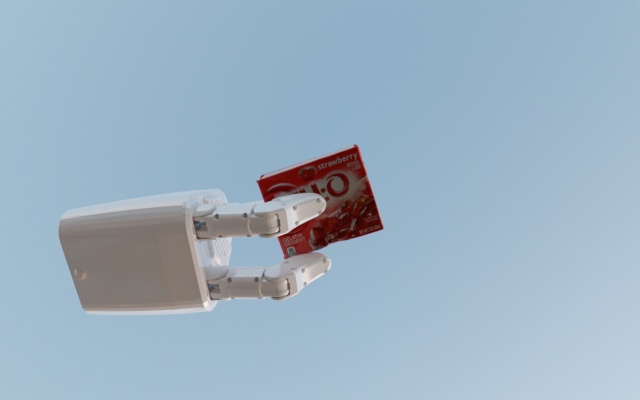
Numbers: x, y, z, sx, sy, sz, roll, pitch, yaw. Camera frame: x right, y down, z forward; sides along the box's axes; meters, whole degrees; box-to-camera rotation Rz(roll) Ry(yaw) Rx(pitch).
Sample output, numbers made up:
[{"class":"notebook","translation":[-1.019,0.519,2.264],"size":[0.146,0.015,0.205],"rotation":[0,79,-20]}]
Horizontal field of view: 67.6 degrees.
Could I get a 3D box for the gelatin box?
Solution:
[{"class":"gelatin box","translation":[0.000,0.001,0.401],"size":[0.089,0.073,0.030],"rotation":[-18,11,5]}]
